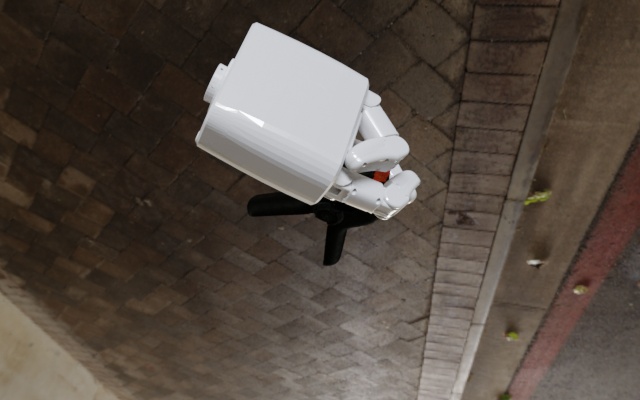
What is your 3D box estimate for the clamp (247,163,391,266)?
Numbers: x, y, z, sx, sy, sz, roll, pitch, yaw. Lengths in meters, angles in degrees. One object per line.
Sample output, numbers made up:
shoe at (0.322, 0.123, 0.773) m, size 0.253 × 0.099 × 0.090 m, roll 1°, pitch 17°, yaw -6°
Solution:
clamp at (0.000, 0.002, 0.476) m, size 0.120 × 0.039 × 0.171 m, roll 25°, pitch -42°, yaw -14°
